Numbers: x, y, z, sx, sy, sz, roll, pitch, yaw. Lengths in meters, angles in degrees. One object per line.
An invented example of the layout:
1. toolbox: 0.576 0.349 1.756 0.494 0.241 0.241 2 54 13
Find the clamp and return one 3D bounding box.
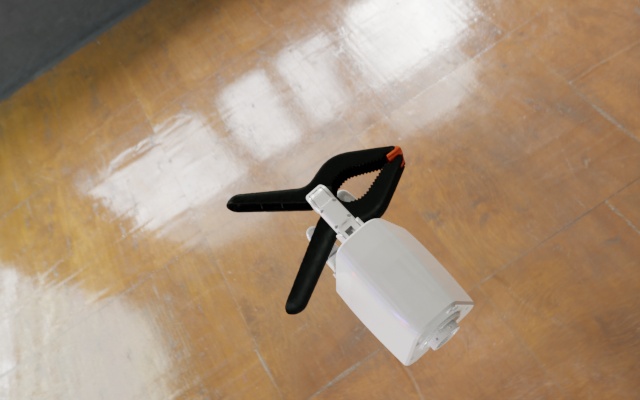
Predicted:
1. clamp: 0.000 0.001 0.539 0.164 0.210 0.036 47 -4 28
